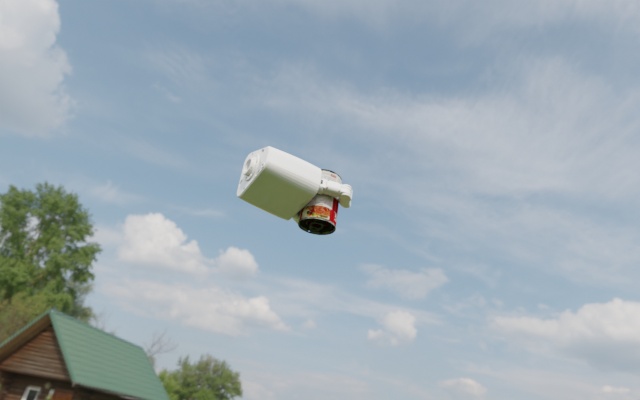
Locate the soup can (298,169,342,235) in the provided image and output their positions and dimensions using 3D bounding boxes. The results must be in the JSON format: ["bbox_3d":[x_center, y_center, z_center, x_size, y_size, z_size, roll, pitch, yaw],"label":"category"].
[{"bbox_3d":[0.001,0.003,0.867,0.068,0.102,0.068,7,-28,4],"label":"soup can"}]
